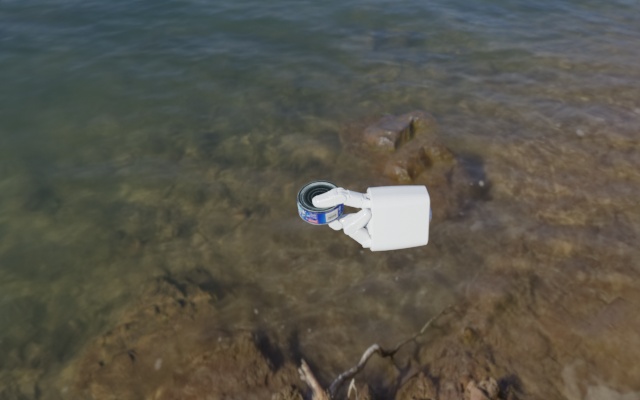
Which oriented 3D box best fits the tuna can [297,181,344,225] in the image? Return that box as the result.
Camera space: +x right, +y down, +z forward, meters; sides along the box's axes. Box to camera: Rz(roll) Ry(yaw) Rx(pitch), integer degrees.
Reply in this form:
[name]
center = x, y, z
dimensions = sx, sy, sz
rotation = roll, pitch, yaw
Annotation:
[tuna can]
center = 0.000, 0.002, 0.879
dimensions = 0.086, 0.034, 0.086
rotation = -3, 45, 3
